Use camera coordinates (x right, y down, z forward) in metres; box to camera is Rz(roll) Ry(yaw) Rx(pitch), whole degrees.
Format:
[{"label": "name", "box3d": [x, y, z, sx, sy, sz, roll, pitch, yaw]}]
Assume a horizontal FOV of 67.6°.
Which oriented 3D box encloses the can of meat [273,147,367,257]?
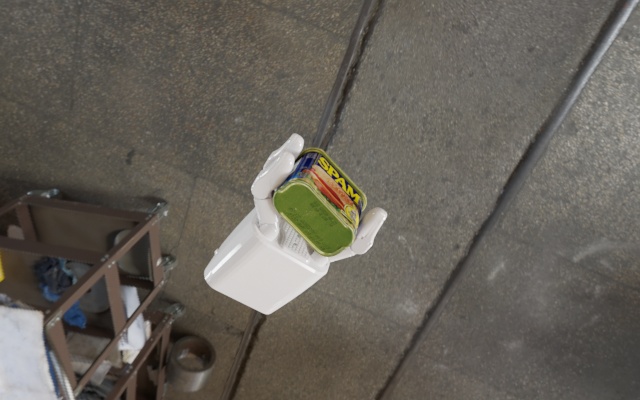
[{"label": "can of meat", "box3d": [0.000, 0.002, 0.533, 0.057, 0.102, 0.084, -37, 15, 27]}]
